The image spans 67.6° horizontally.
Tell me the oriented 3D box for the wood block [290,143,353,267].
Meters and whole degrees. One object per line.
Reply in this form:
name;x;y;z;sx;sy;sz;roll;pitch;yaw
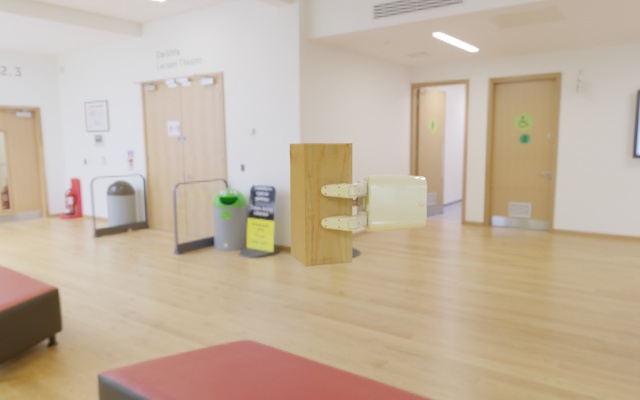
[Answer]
wood block;0.000;0.003;0.844;0.090;0.206;0.091;-3;7;-19
